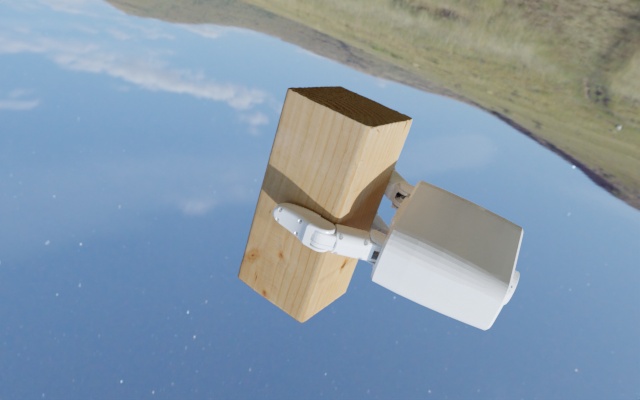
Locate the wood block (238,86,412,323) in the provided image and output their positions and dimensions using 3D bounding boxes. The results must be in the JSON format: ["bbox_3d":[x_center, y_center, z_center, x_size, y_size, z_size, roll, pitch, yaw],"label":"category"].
[{"bbox_3d":[0.000,0.002,0.470,0.090,0.206,0.091,30,27,24],"label":"wood block"}]
